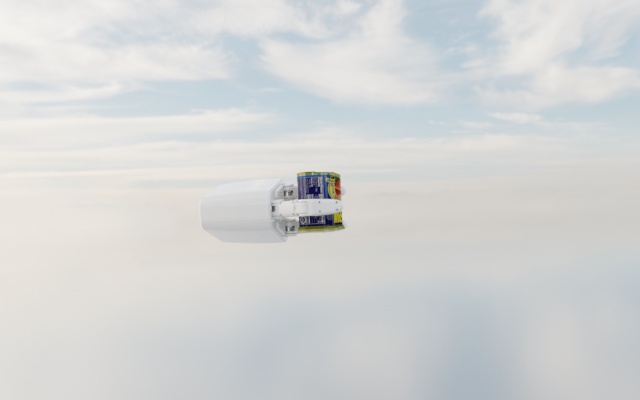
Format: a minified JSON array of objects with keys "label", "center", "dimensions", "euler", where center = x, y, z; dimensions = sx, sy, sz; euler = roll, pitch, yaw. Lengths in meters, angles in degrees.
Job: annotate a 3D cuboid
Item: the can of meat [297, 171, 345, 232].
[{"label":"can of meat","center":[0.000,0.002,0.701],"dimensions":[0.057,0.084,0.102],"euler":[-3,-2,12]}]
